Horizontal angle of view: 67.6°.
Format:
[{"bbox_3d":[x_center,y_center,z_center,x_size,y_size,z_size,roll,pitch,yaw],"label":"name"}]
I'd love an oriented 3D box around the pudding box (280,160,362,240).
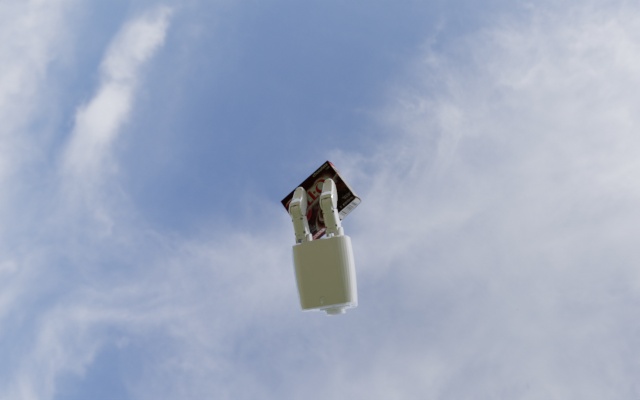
[{"bbox_3d":[0.000,0.003,0.812,0.113,0.090,0.039,-40,-26,8],"label":"pudding box"}]
